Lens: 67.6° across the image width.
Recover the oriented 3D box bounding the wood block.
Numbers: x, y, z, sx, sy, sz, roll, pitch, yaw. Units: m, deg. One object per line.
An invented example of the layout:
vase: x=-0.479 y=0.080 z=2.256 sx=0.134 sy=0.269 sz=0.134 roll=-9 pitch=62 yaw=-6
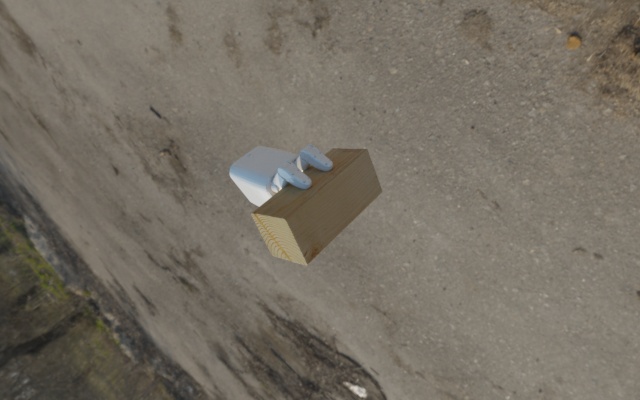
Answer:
wood block: x=0.000 y=0.003 z=0.793 sx=0.090 sy=0.091 sz=0.206 roll=7 pitch=39 yaw=46
